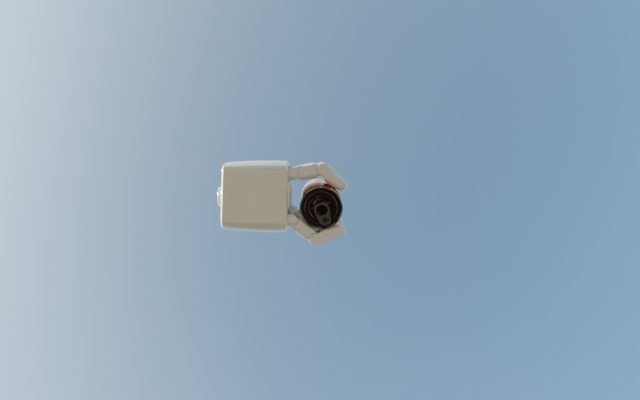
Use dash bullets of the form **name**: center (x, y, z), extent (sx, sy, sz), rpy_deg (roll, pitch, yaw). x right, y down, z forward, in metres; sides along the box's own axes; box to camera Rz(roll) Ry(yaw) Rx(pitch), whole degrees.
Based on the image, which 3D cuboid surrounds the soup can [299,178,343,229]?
- **soup can**: center (0.001, 0.002, 0.796), extent (0.068, 0.068, 0.102), rpy_deg (0, 12, -1)
